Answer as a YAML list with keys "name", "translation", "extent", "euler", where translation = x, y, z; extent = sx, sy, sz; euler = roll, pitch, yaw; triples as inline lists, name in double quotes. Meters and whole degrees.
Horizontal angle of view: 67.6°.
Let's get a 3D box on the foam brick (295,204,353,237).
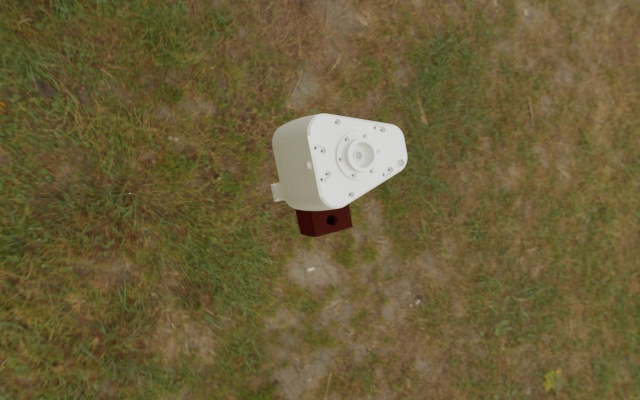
- name: "foam brick"
  translation: [0.000, 0.002, 0.590]
  extent: [0.053, 0.078, 0.051]
  euler: [-13, 6, -22]
